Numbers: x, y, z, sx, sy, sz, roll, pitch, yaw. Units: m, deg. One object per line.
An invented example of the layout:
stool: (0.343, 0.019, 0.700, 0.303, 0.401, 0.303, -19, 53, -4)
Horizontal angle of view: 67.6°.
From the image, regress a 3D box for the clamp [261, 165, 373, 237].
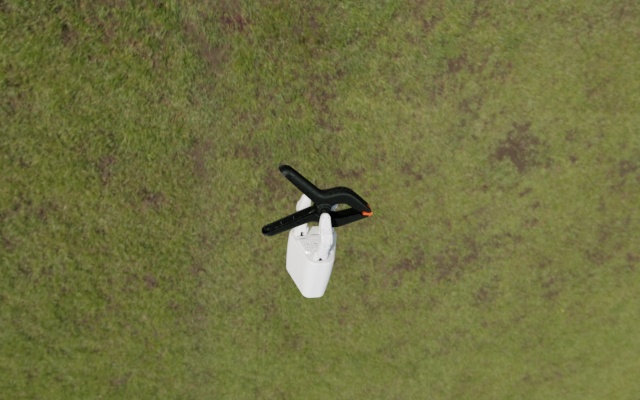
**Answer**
clamp: (0.001, 0.004, 0.896, 0.210, 0.165, 0.036, 0, 42, -14)
